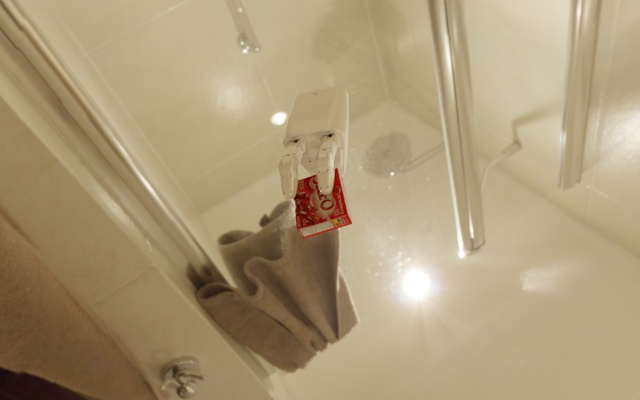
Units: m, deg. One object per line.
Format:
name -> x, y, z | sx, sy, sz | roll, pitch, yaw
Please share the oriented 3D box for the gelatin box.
gelatin box -> 0.000, 0.003, 0.674 | 0.073, 0.089, 0.030 | -17, -39, 9
